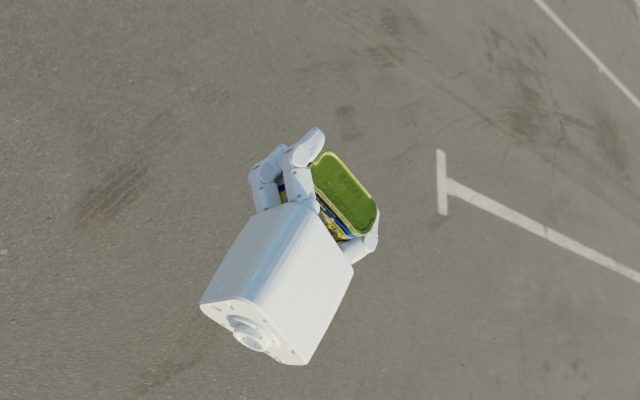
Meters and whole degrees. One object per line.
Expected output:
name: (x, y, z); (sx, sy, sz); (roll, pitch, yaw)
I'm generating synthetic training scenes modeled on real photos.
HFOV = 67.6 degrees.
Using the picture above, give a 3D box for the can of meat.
can of meat: (0.000, 0.002, 0.515); (0.084, 0.102, 0.057); (-20, 29, 48)
